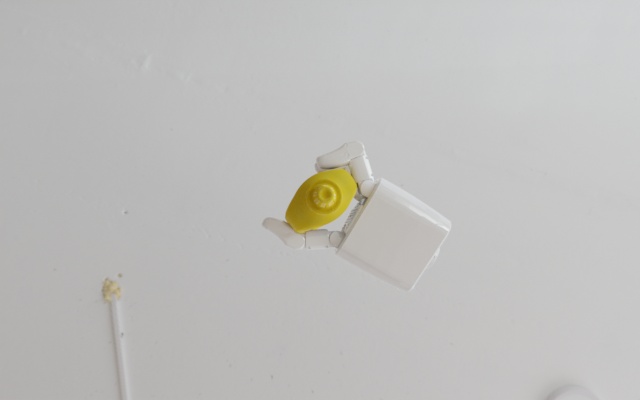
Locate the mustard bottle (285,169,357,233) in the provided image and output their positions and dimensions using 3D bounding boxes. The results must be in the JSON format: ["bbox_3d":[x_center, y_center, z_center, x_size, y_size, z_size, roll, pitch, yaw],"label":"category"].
[{"bbox_3d":[0.000,0.002,0.602,0.096,0.058,0.191,-35,-1,-5],"label":"mustard bottle"}]
